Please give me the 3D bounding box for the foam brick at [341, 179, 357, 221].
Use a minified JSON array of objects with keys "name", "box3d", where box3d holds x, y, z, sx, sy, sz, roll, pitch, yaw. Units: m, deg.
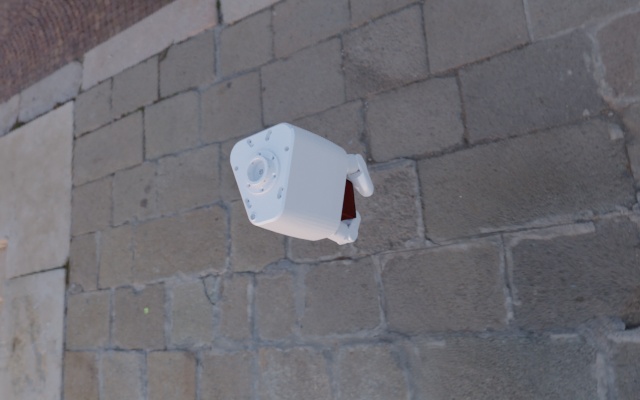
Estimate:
[{"name":"foam brick","box3d":[0.000,0.002,0.626,0.078,0.053,0.051,-17,-23,31]}]
